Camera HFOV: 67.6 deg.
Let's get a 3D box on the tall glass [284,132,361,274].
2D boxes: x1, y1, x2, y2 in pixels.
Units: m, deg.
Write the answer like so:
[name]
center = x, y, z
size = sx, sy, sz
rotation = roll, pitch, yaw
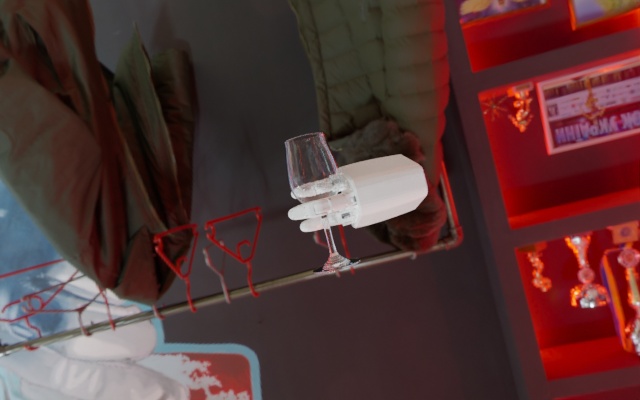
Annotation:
[tall glass]
center = 0.000, 0.003, 0.714
size = 0.079, 0.201, 0.079
rotation = -15, 2, 0
